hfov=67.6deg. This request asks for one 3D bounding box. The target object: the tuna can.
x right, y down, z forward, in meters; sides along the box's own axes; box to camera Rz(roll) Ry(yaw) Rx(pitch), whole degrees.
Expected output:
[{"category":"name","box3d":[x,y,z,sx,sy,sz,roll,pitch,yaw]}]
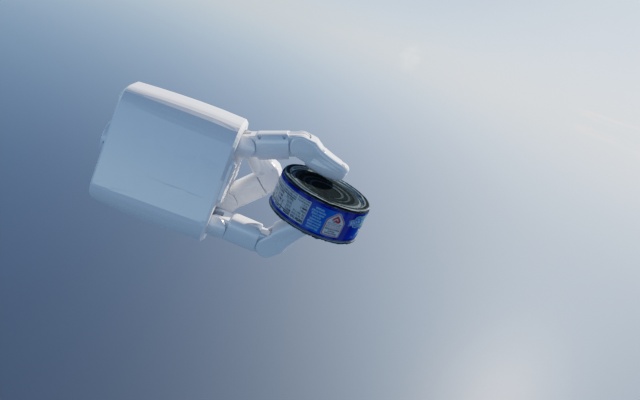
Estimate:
[{"category":"tuna can","box3d":[0.000,0.001,0.424,0.086,0.034,0.086,23,19,-8]}]
